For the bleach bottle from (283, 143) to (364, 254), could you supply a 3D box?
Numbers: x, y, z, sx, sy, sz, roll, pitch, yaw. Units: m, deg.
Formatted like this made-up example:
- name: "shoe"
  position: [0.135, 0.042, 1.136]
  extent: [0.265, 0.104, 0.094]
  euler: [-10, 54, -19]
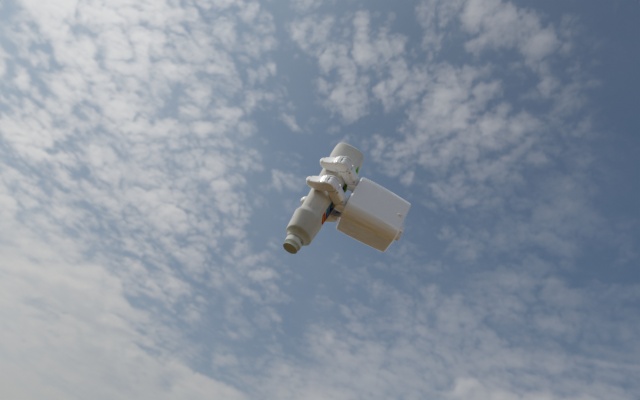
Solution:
- name: "bleach bottle"
  position: [0.000, 0.003, 0.899]
  extent: [0.068, 0.250, 0.103]
  euler: [28, -37, 6]
